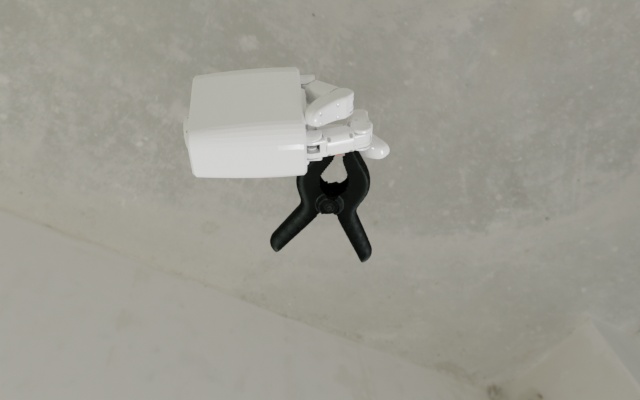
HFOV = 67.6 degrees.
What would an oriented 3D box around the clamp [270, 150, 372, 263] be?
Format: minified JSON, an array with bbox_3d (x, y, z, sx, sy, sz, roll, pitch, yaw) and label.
[{"bbox_3d":[0.000,0.002,0.527,0.120,0.172,0.039,-3,34,-3],"label":"clamp"}]
